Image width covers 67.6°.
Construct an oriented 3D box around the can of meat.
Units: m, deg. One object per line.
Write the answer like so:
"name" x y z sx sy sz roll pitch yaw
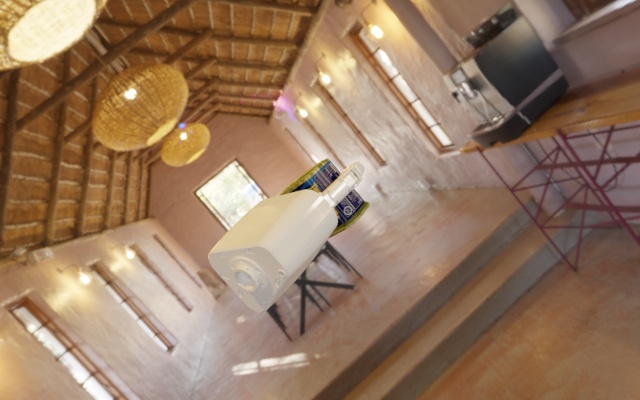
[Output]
"can of meat" 0.000 0.002 0.629 0.102 0.084 0.057 -33 10 47
